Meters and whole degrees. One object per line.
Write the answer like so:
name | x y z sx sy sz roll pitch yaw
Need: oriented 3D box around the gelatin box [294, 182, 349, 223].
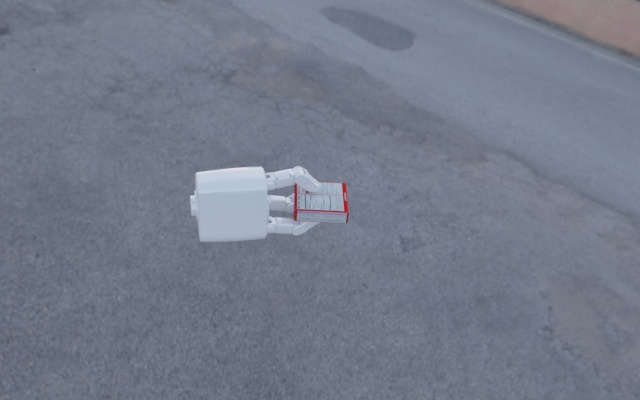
gelatin box | 0.001 0.002 0.793 0.089 0.030 0.073 2 42 -4
